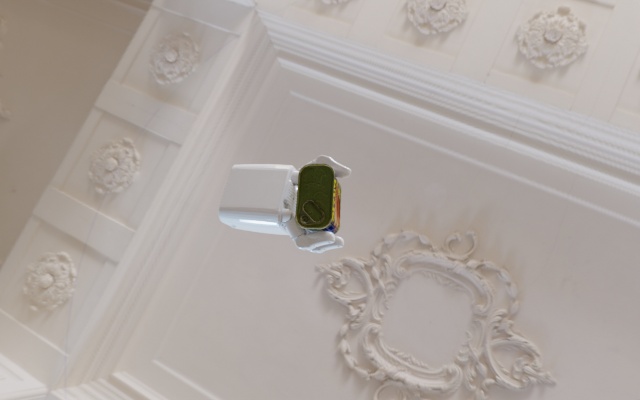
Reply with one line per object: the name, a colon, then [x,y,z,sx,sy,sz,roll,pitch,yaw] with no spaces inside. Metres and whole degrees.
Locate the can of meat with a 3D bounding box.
can of meat: [0.000,0.002,0.759,0.057,0.102,0.084,0,-14,13]
